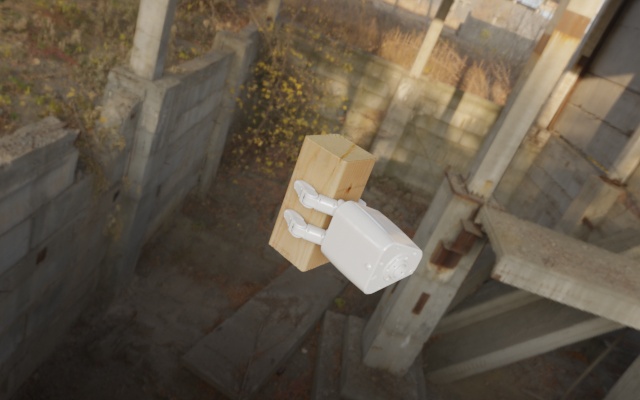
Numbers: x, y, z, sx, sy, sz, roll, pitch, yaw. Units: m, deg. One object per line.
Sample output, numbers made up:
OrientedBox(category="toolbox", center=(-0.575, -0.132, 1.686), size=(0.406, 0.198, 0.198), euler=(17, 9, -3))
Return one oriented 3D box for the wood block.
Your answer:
OrientedBox(category="wood block", center=(0.001, 0.003, 0.796), size=(0.090, 0.206, 0.091), euler=(36, 28, 28))
